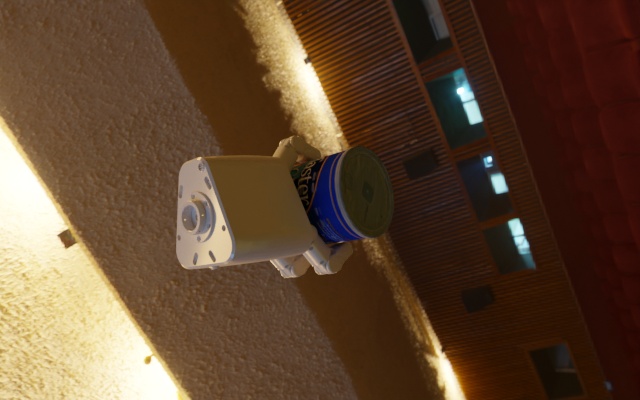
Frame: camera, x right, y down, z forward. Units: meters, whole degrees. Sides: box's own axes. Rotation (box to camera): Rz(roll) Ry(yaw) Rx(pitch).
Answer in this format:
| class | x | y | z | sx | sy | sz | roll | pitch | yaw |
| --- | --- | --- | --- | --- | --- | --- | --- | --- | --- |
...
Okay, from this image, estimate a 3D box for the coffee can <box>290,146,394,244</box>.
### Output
| class | x | y | z | sx | sy | sz | roll | pitch | yaw |
| --- | --- | --- | --- | --- | --- | --- | --- | --- | --- |
| coffee can | 0.000 | 0.002 | 0.563 | 0.140 | 0.103 | 0.103 | -13 | -8 | 39 |
